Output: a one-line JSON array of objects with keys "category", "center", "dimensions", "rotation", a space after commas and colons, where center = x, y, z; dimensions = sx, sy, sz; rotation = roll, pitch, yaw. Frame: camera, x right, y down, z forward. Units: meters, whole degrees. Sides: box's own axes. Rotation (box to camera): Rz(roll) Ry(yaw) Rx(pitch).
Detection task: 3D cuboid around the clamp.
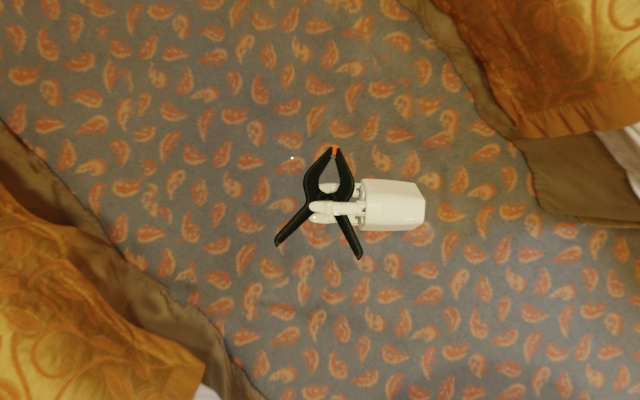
[{"category": "clamp", "center": [0.000, 0.002, 0.872], "dimensions": [0.164, 0.210, 0.036], "rotation": [2, 5, -1]}]
